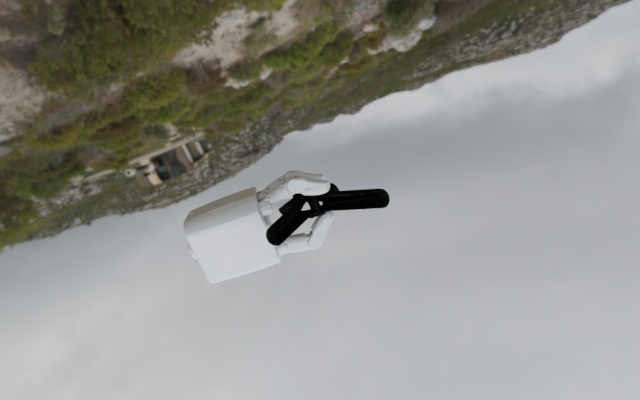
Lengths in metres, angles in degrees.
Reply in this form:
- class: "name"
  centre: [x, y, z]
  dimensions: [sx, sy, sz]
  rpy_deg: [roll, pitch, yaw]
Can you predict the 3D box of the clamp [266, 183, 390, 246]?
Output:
- class: "clamp"
  centre: [0.000, 0.003, 0.683]
  dimensions: [0.164, 0.036, 0.210]
  rpy_deg: [-16, 14, -4]
